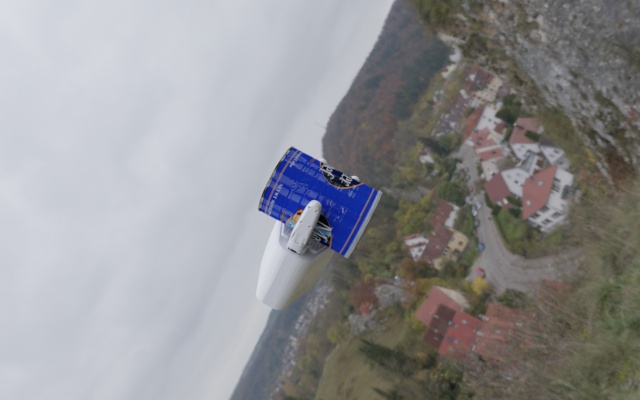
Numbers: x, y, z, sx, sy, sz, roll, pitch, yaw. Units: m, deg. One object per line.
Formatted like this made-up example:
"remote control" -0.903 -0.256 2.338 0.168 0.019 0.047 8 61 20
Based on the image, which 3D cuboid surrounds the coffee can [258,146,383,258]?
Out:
"coffee can" 0.000 0.002 0.658 0.140 0.103 0.103 28 2 3
